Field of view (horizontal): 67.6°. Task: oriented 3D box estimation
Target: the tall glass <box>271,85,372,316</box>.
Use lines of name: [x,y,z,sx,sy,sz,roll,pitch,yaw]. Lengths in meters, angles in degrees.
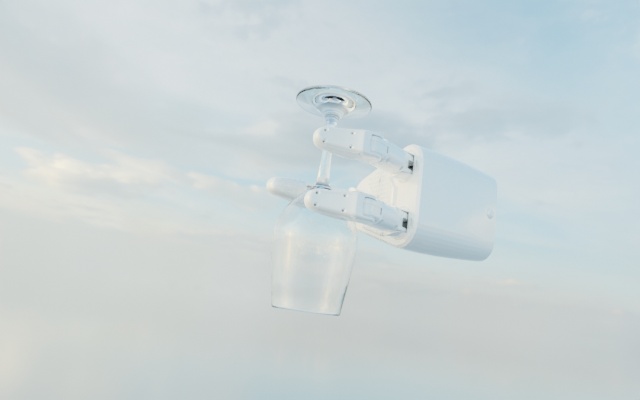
tall glass: [0.000,0.001,0.443,0.079,0.201,0.079,8,-12,2]
